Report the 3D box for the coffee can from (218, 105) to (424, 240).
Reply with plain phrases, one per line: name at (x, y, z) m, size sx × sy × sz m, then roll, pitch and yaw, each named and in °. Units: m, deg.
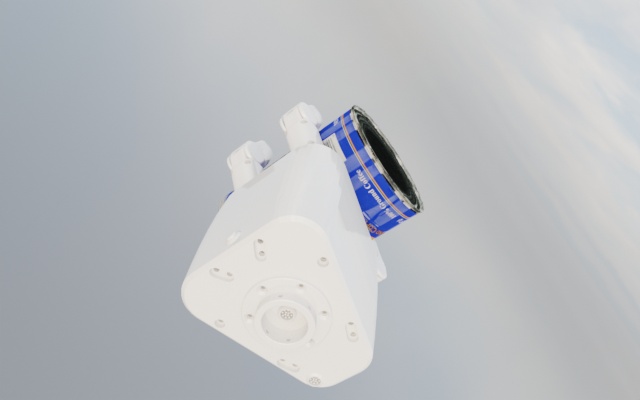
coffee can at (0.000, 0.001, 0.406) m, size 0.140 × 0.103 × 0.103 m, roll -33°, pitch -12°, yaw 18°
